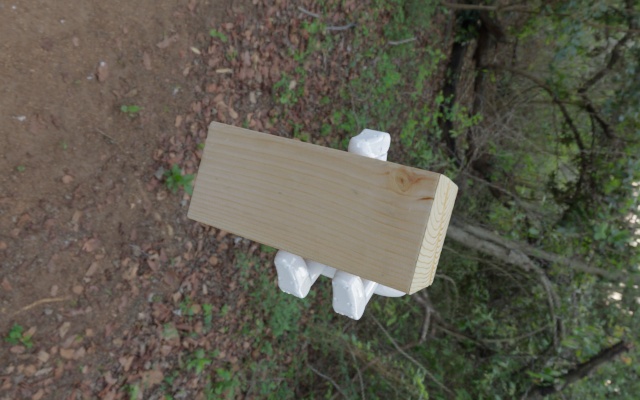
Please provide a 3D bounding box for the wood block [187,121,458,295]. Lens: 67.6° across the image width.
[{"bbox_3d":[0.000,0.001,0.416,0.206,0.091,0.090,16,2,24],"label":"wood block"}]
